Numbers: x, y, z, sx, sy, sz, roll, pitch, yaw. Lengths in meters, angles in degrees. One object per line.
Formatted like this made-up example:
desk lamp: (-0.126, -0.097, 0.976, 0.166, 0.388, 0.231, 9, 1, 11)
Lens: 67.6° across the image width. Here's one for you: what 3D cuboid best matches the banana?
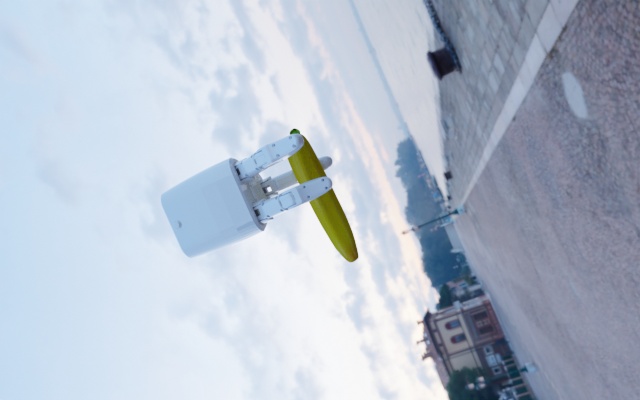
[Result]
banana: (-0.002, -0.009, 0.610, 0.037, 0.198, 0.069, -24, 25, 8)
